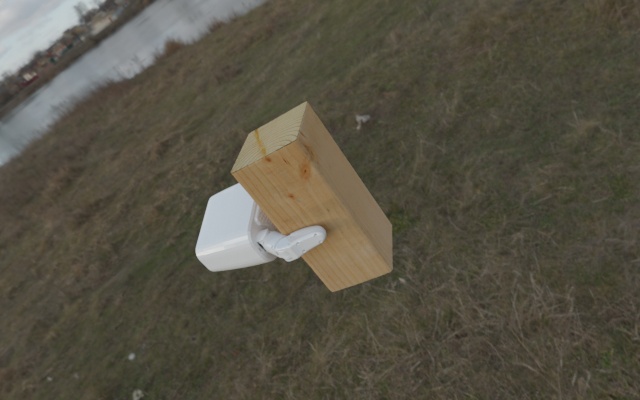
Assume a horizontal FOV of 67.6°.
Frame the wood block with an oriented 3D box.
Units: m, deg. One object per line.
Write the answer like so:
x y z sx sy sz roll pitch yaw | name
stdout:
0.000 0.002 0.572 0.090 0.206 0.090 -24 30 24 | wood block
